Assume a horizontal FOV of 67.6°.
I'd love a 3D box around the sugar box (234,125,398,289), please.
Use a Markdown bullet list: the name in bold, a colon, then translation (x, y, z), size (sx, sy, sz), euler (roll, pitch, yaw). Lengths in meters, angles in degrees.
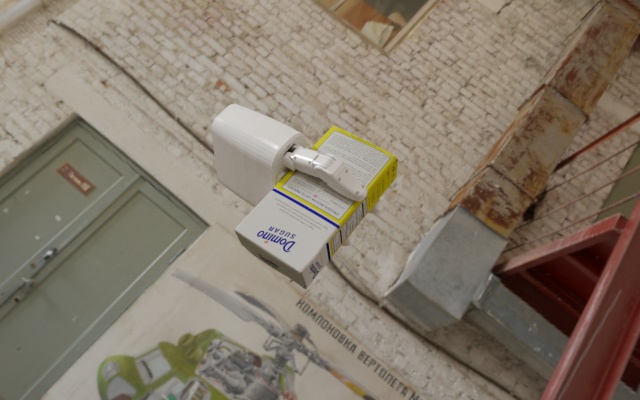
- **sugar box**: translation (0.000, 0.002, 0.526), size (0.093, 0.176, 0.048), euler (30, -25, 25)
